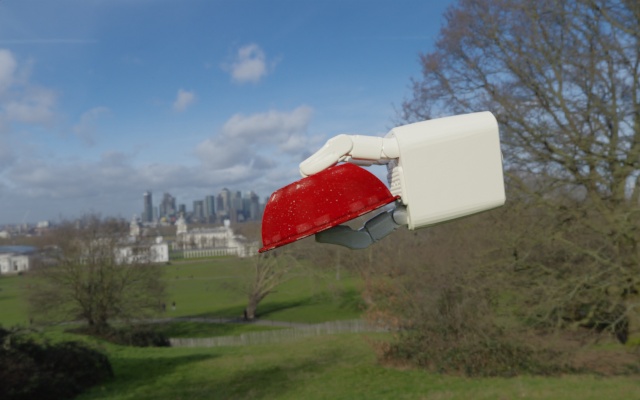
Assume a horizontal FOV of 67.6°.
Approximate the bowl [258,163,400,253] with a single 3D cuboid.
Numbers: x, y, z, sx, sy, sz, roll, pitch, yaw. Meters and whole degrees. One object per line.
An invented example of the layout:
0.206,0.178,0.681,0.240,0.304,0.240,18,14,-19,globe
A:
-0.001,0.002,0.509,0.162,0.055,0.162,-22,-1,0,bowl
